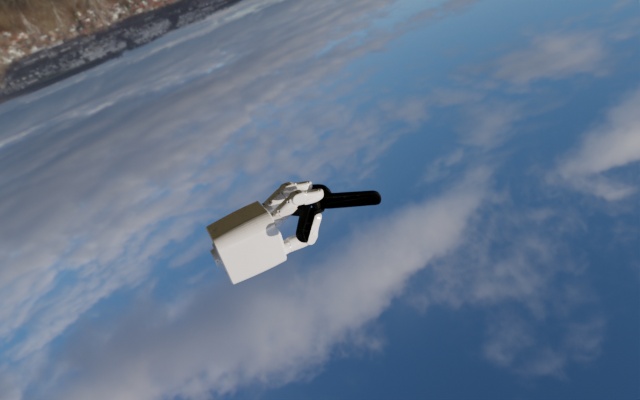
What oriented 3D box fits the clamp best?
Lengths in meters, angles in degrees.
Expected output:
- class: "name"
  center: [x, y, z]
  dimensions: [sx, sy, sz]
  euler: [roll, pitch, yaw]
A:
- class: "clamp"
  center: [0.000, 0.003, 0.863]
  dimensions: [0.164, 0.036, 0.210]
  euler: [-23, 24, -16]
